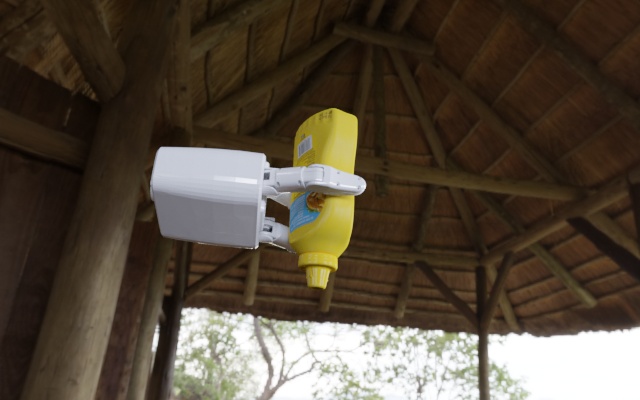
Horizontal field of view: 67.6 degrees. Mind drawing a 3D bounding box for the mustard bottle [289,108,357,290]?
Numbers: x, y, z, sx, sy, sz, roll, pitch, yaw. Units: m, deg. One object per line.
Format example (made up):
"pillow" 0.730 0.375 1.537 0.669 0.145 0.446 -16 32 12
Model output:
"mustard bottle" 0.000 0.002 0.525 0.058 0.191 0.096 16 -26 -28
